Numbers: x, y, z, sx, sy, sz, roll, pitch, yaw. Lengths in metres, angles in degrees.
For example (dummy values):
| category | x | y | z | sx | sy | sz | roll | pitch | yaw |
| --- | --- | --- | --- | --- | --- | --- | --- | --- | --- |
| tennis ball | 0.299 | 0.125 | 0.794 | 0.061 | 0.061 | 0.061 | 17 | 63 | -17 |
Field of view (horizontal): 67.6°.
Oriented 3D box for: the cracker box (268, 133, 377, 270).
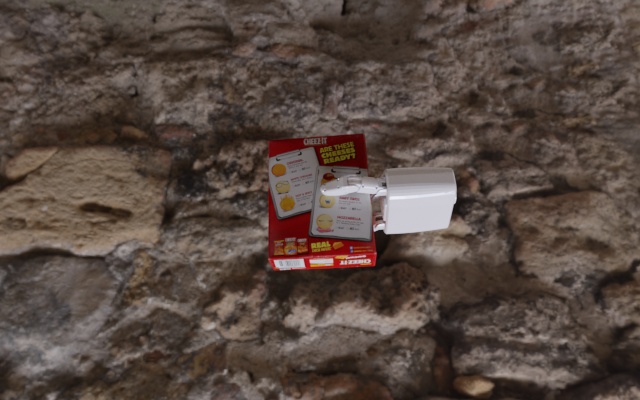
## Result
| category | x | y | z | sx | sy | sz | roll | pitch | yaw |
| --- | --- | --- | --- | --- | --- | --- | --- | --- | --- |
| cracker box | 0.000 | 0.003 | 0.778 | 0.164 | 0.213 | 0.072 | -4 | -26 | 2 |
